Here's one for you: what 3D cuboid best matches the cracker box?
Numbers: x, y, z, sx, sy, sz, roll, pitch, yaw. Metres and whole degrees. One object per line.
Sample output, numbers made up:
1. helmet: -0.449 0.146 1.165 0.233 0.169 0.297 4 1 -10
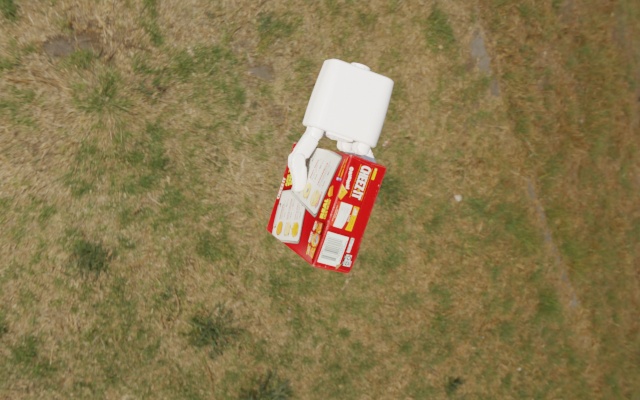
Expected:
1. cracker box: 0.000 0.002 0.753 0.072 0.164 0.213 17 3 -26
